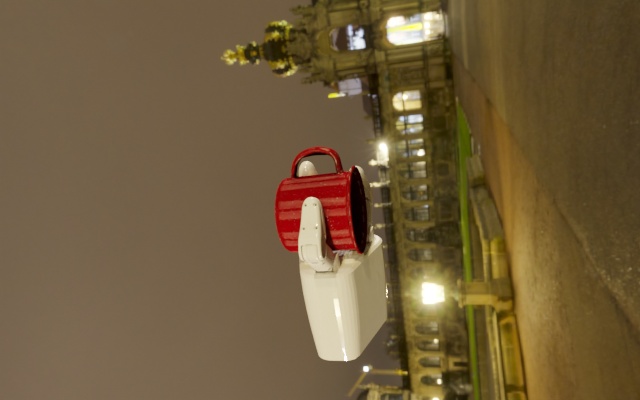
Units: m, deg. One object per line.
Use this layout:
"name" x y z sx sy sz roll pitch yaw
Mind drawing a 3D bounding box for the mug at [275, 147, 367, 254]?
"mug" 0.000 0.000 0.506 0.081 0.117 0.093 -5 17 15
